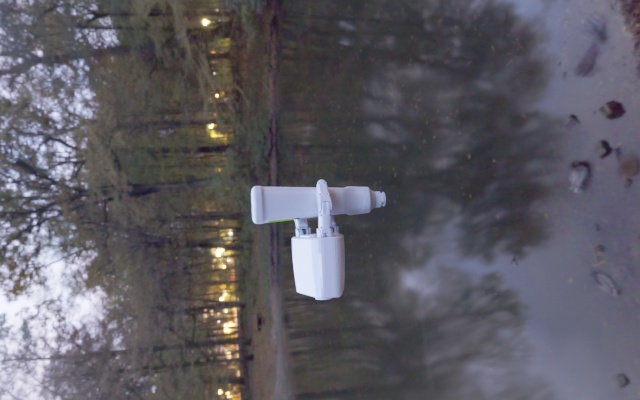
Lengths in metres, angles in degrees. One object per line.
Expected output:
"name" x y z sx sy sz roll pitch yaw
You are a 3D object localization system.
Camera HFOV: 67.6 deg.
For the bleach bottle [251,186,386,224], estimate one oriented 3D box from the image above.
"bleach bottle" 0.000 0.003 0.886 0.251 0.068 0.102 -3 -1 -11
